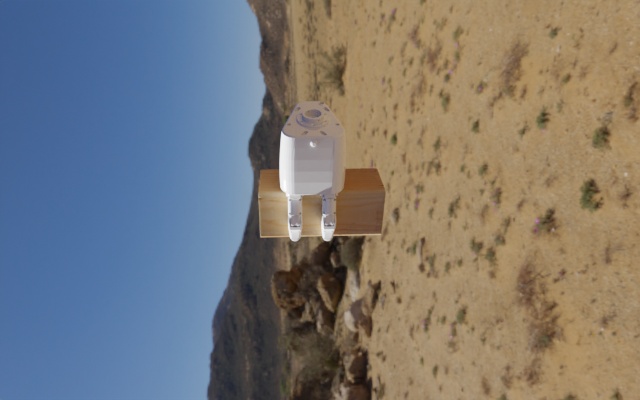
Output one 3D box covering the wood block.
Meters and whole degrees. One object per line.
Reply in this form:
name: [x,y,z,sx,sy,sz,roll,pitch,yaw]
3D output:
wood block: [0.000,0.002,0.827,0.206,0.090,0.090,-1,30,-3]
